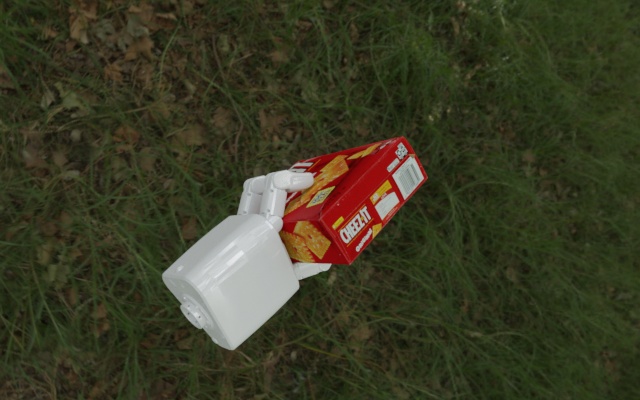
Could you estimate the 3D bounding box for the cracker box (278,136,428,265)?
[{"bbox_3d":[0.000,0.002,0.601,0.164,0.072,0.214,-44,22,-31],"label":"cracker box"}]
